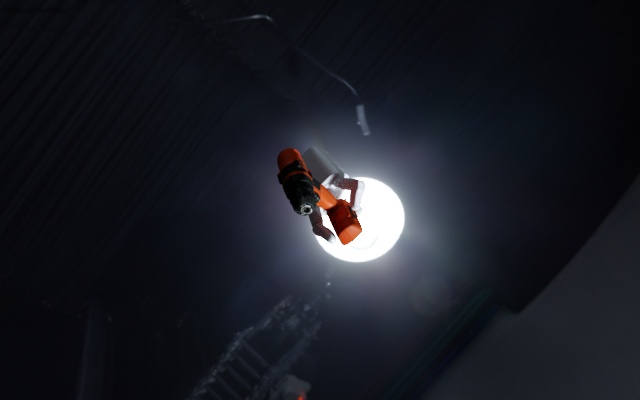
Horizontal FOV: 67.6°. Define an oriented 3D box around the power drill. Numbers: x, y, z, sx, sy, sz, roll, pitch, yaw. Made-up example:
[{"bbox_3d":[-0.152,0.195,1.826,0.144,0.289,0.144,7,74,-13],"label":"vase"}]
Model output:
[{"bbox_3d":[0.000,0.003,0.871,0.188,0.057,0.184,44,16,-34],"label":"power drill"}]
